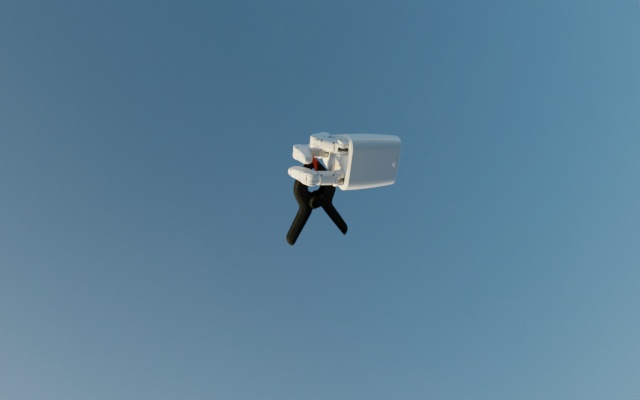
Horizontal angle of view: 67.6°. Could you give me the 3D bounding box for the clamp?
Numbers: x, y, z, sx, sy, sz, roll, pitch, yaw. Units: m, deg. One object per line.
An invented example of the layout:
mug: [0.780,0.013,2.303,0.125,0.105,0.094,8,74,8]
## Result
clamp: [0.000,0.003,0.887,0.120,0.171,0.039,-5,27,-24]
